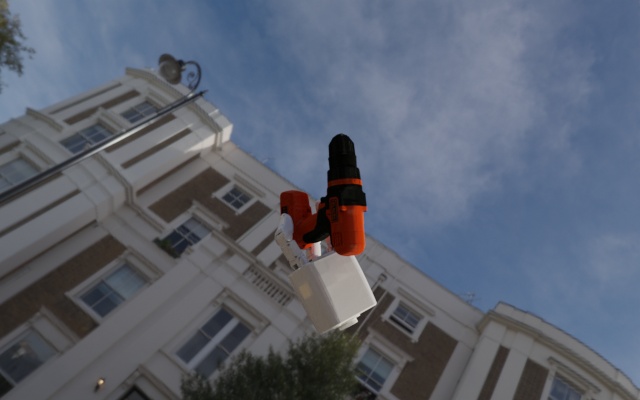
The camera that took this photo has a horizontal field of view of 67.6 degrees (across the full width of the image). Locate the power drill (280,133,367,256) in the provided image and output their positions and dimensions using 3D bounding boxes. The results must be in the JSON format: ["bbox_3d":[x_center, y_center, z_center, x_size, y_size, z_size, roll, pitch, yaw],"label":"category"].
[{"bbox_3d":[0.000,0.003,0.767,0.057,0.184,0.188,3,-12,-31],"label":"power drill"}]
